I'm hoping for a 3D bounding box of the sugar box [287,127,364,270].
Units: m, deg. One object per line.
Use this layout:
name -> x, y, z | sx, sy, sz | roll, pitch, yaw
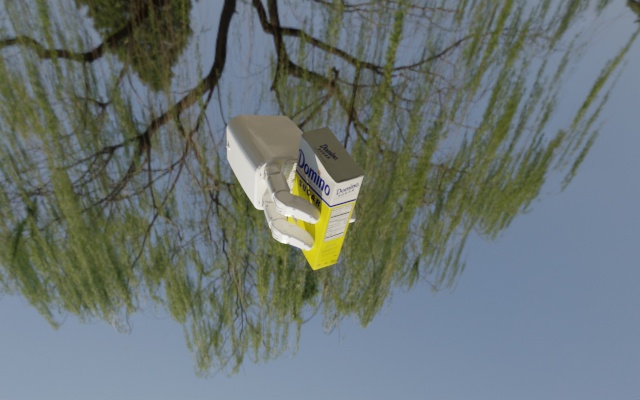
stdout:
sugar box -> 0.000, 0.002, 0.623 | 0.048, 0.093, 0.176 | -18, -37, -23
